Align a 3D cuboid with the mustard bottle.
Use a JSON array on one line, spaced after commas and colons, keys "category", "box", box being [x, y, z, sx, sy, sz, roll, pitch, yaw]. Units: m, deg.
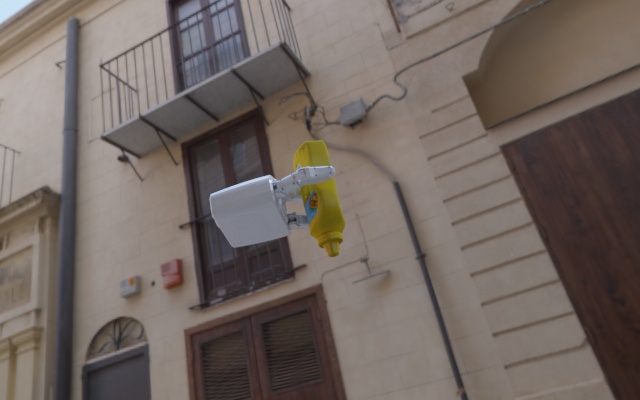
[{"category": "mustard bottle", "box": [0.000, 0.002, 0.791, 0.058, 0.191, 0.096, -4, -27, -18]}]
